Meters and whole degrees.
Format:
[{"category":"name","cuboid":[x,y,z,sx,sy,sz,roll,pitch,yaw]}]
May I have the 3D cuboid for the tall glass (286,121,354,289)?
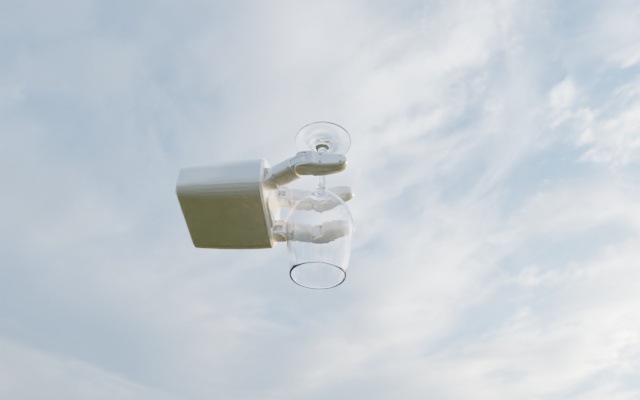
[{"category":"tall glass","cuboid":[0.000,0.001,0.570,0.079,0.200,0.079,1,-37,1]}]
